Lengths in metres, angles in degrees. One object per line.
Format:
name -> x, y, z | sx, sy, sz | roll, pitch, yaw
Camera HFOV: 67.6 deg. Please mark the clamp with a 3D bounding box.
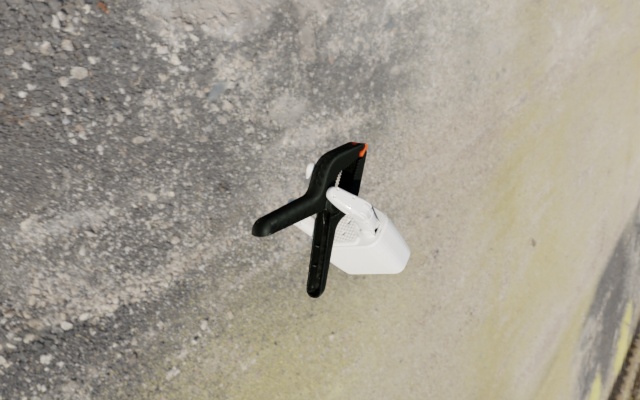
clamp -> 0.001, 0.002, 0.602 | 0.036, 0.210, 0.165 | 13, -21, 35
